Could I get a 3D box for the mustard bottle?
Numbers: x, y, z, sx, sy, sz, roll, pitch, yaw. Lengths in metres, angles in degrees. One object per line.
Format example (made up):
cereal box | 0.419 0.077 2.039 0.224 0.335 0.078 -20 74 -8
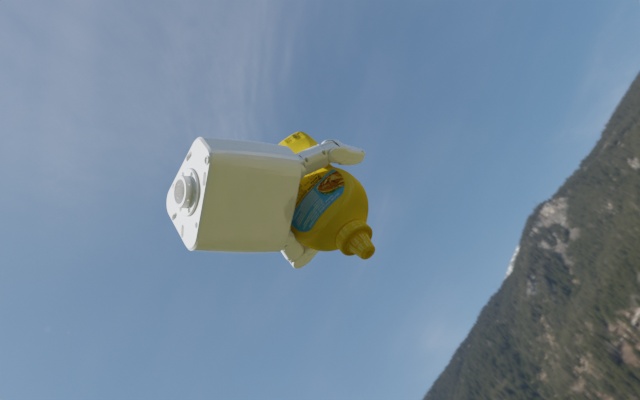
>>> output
mustard bottle | 0.000 0.002 0.553 0.058 0.096 0.191 36 8 -48
